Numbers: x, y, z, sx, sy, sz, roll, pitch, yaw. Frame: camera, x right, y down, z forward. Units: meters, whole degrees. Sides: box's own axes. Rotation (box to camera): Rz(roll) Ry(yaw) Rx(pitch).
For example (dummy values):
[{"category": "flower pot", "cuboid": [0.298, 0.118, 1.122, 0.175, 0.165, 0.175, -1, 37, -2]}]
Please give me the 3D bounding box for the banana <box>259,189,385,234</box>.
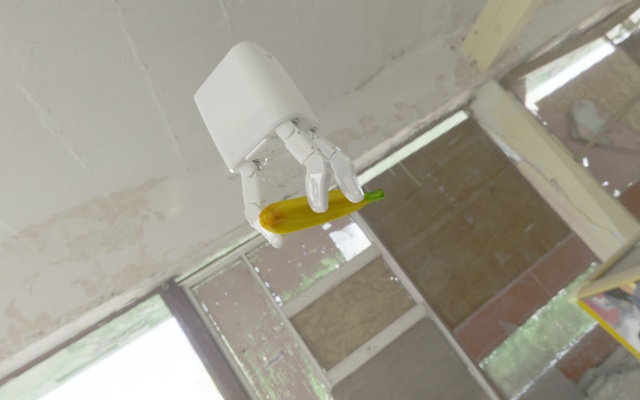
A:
[{"category": "banana", "cuboid": [-0.009, 0.009, 0.549, 0.198, 0.037, 0.070, -14, -14, -47]}]
